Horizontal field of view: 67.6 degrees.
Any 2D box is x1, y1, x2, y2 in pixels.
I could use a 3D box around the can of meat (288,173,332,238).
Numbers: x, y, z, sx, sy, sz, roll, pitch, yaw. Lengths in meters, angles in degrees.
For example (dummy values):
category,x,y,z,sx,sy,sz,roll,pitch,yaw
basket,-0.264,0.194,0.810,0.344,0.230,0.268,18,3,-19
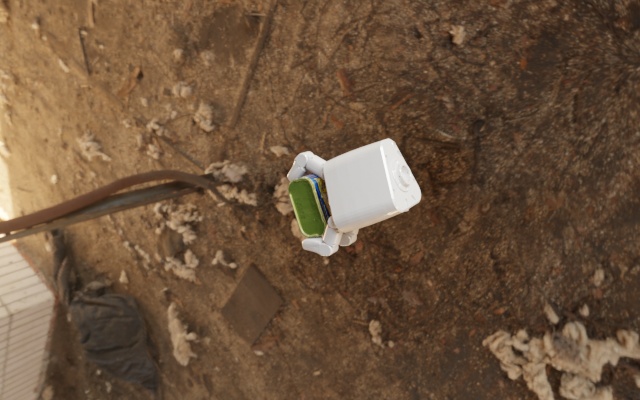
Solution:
category,x,y,z,sx,sy,sz,roll,pitch,yaw
can of meat,0.000,0.003,0.773,0.057,0.102,0.084,-15,5,36
